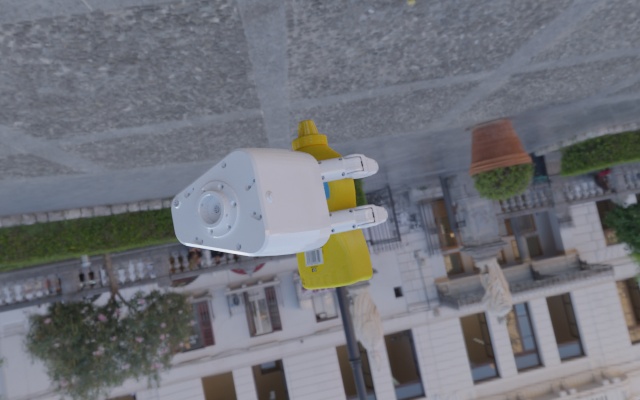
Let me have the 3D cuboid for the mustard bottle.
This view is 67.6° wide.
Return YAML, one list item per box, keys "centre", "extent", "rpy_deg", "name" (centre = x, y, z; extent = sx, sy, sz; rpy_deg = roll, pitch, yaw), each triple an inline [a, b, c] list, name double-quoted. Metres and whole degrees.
- centre: [0.000, 0.002, 0.548]
  extent: [0.058, 0.191, 0.096]
  rpy_deg: [-7, -7, -37]
  name: "mustard bottle"
